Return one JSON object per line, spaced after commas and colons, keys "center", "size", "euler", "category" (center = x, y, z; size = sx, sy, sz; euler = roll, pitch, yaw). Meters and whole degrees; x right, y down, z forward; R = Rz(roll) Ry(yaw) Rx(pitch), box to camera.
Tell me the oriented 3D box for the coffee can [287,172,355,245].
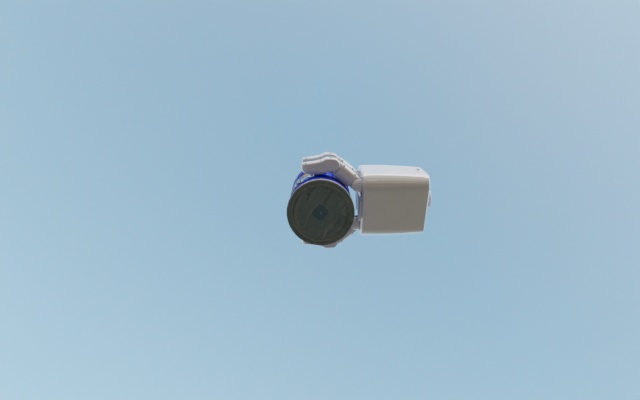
{"center": [0.000, 0.003, 0.782], "size": [0.103, 0.103, 0.140], "euler": [0, 14, 0], "category": "coffee can"}
